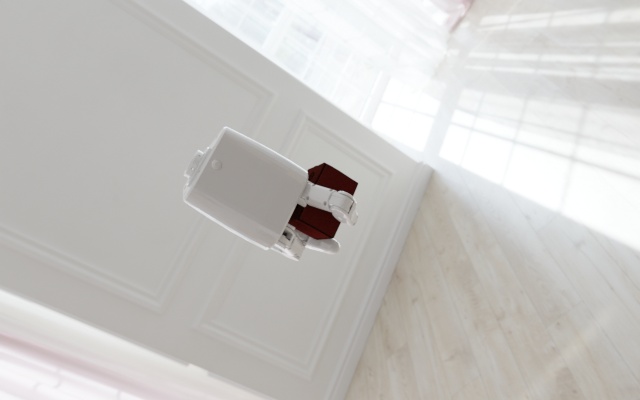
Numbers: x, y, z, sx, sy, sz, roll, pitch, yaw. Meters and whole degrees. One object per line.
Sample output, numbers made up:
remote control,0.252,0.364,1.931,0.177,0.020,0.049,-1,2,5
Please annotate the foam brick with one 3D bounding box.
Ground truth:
foam brick,0.000,0.002,0.573,0.051,0.078,0.053,31,-17,-18
